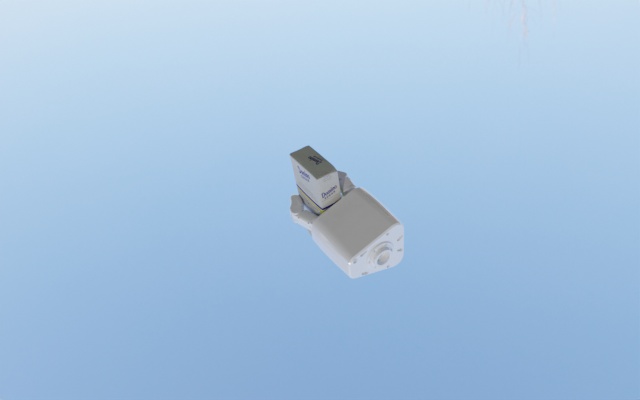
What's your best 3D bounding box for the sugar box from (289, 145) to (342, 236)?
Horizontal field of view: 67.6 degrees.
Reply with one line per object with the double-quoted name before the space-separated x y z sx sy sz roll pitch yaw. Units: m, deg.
"sugar box" 0.001 0.003 0.814 0.048 0.176 0.093 -25 43 -20
